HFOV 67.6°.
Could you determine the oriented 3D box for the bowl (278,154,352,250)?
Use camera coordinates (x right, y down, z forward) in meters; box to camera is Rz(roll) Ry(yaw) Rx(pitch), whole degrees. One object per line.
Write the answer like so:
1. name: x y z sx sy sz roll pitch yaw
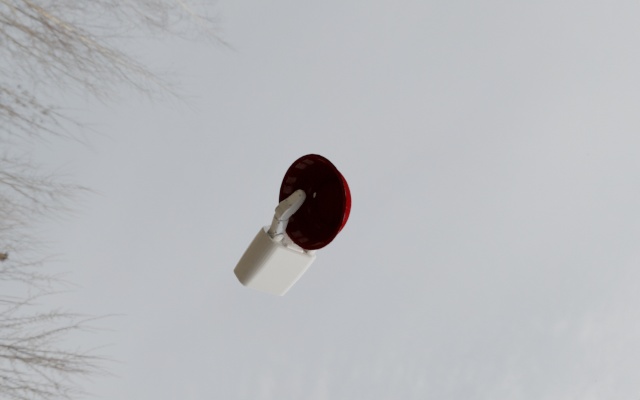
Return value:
1. bowl: 0.001 0.002 0.813 0.055 0.162 0.162 0 0 -45
